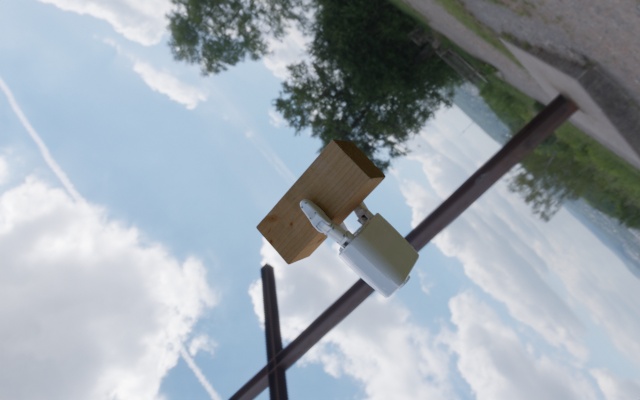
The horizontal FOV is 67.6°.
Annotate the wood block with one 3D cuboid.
[{"bbox_3d":[0.000,0.003,0.812,0.206,0.090,0.091,-47,-15,19],"label":"wood block"}]
